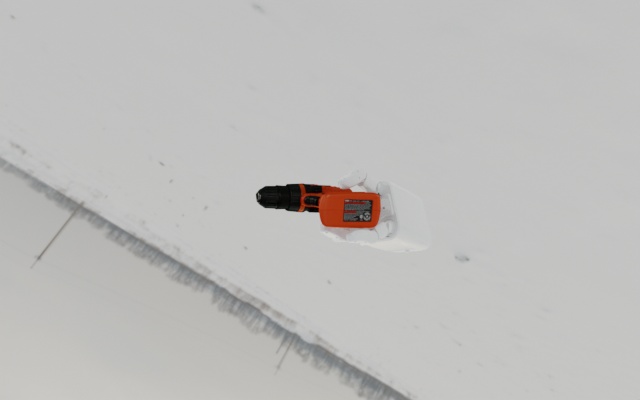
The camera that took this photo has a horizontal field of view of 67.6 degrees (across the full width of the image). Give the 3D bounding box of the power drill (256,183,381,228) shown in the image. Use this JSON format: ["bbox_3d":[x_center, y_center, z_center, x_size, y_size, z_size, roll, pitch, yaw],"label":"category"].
[{"bbox_3d":[0.001,0.003,0.801,0.184,0.057,0.187,-1,9,-23],"label":"power drill"}]
